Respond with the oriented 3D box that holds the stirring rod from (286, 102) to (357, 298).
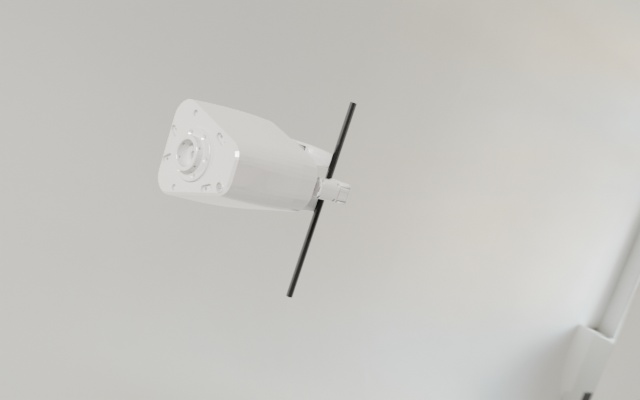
[{"bbox_3d":[0.000,0.002,0.560,0.011,0.239,0.011,18,7,-2],"label":"stirring rod"}]
